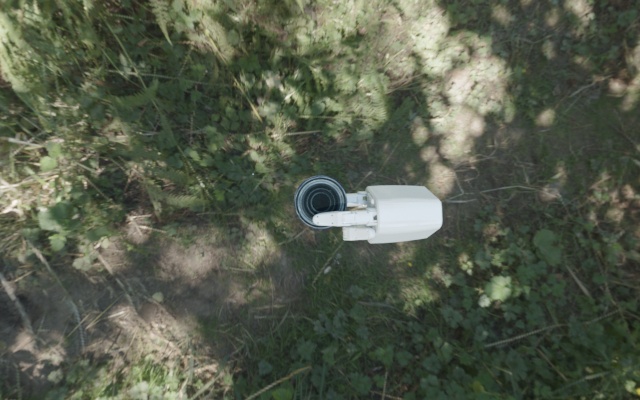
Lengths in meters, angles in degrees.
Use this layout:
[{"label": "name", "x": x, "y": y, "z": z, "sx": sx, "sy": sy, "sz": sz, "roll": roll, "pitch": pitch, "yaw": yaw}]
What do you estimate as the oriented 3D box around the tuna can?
[{"label": "tuna can", "x": 0.000, "y": 0.003, "z": 0.768, "sx": 0.086, "sy": 0.086, "sz": 0.034, "roll": 0, "pitch": 4, "yaw": -2}]
